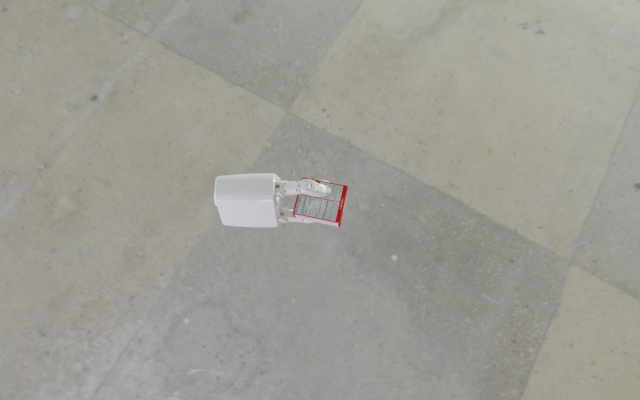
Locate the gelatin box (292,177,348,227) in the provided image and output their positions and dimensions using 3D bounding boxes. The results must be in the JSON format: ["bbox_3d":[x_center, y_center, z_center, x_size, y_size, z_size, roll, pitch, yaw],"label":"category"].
[{"bbox_3d":[0.000,0.003,0.870,0.089,0.073,0.030,11,-18,8],"label":"gelatin box"}]
